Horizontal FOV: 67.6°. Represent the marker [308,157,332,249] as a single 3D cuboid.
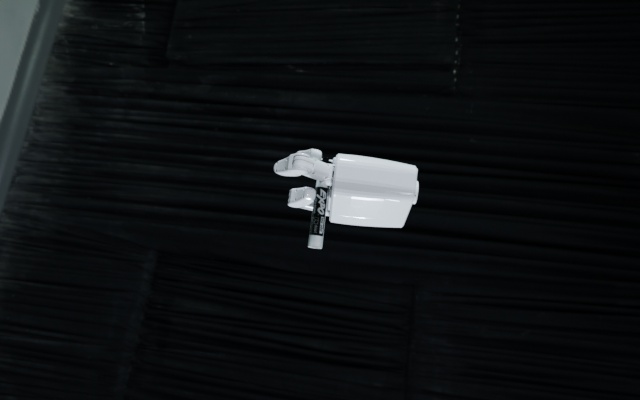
[{"bbox_3d":[0.000,0.002,0.625,0.020,0.121,0.020,7,-11,1],"label":"marker"}]
